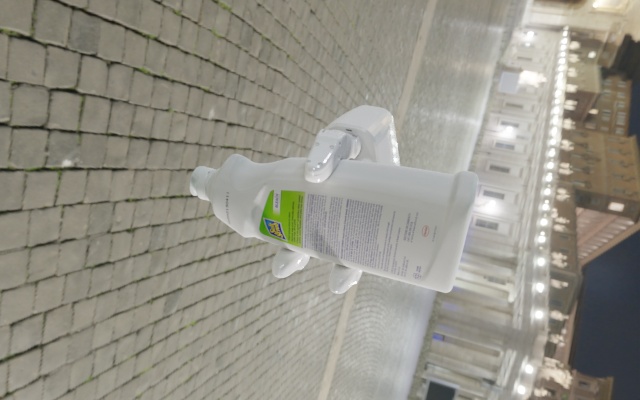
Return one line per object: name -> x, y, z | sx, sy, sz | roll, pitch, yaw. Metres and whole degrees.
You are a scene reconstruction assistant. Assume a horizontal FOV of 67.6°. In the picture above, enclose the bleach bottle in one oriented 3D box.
bleach bottle -> 0.000, 0.002, 0.422 | 0.251, 0.103, 0.068 | 13, 27, 15
